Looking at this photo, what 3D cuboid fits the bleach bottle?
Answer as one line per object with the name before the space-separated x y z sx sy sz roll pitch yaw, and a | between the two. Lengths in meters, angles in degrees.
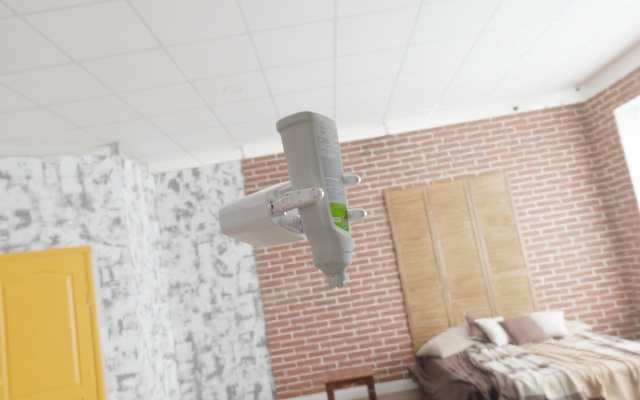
bleach bottle | 0.000 0.002 0.702 0.068 0.251 0.102 -14 -10 32
